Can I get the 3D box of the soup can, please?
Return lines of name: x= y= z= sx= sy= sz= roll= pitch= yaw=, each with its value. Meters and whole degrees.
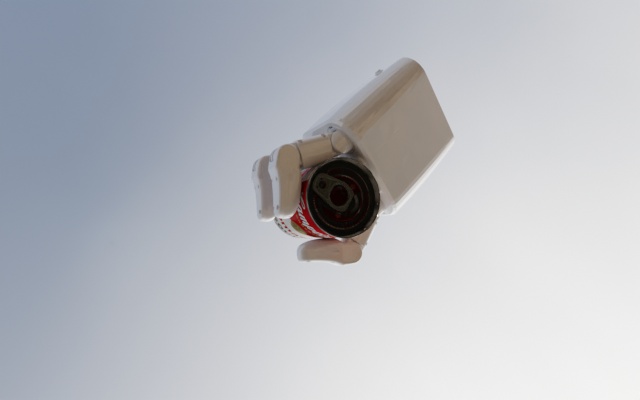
soup can: x=0.000 y=0.002 z=0.440 sx=0.068 sy=0.068 sz=0.102 roll=0 pitch=-5 yaw=-24
